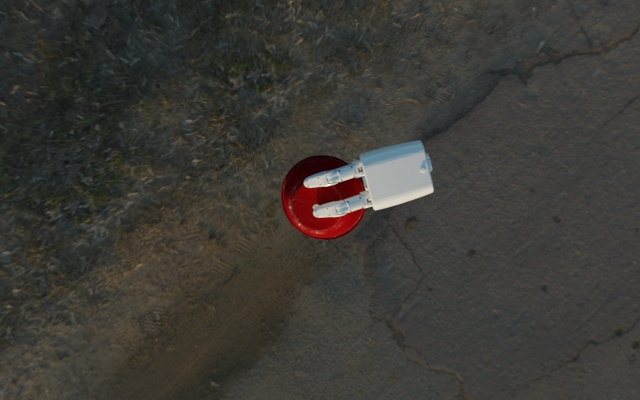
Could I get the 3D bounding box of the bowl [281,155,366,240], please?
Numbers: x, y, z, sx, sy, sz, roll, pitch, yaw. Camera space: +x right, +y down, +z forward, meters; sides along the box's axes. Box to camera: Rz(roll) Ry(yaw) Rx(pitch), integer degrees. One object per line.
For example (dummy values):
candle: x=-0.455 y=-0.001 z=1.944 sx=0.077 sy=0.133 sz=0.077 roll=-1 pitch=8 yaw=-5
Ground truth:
bowl: x=-0.001 y=0.004 z=0.853 sx=0.162 sy=0.162 sz=0.055 roll=0 pitch=15 yaw=12
